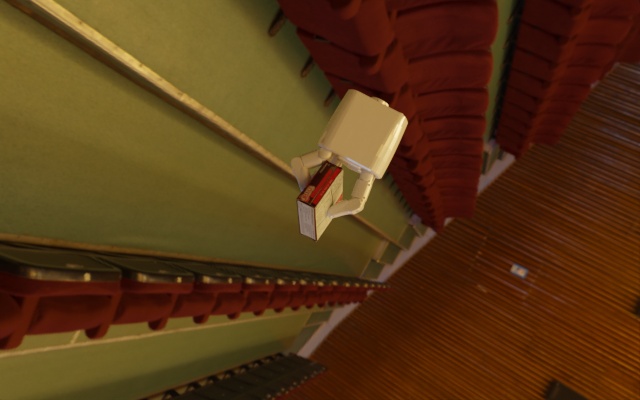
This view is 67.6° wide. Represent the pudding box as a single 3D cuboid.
[{"bbox_3d":[0.000,0.003,0.786,0.039,0.090,0.114,27,-29,19],"label":"pudding box"}]
